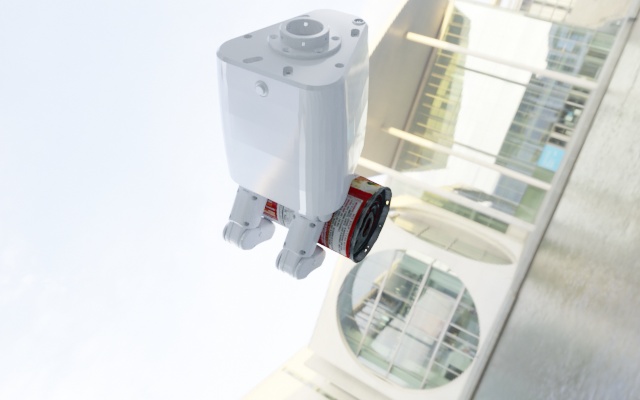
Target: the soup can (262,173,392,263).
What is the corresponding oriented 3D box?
[{"bbox_3d":[0.000,0.002,0.408,0.102,0.068,0.068,24,9,22],"label":"soup can"}]
